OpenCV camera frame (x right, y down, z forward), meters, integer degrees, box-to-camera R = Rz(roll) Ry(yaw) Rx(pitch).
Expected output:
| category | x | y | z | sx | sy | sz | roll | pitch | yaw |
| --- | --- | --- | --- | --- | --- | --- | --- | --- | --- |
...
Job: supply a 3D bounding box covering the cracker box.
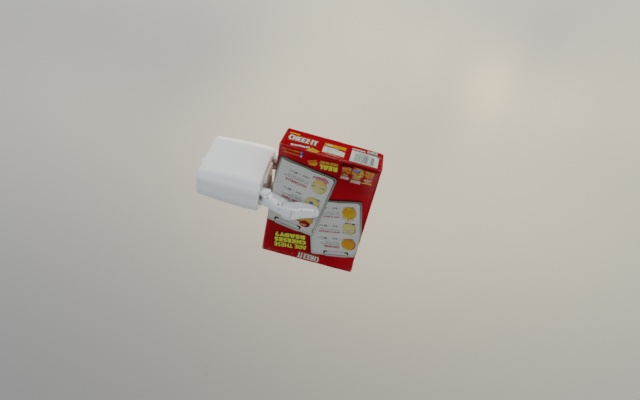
| category | x | y | z | sx | sy | sz | roll | pitch | yaw |
| --- | --- | --- | --- | --- | --- | --- | --- | --- | --- |
| cracker box | 0.000 | 0.003 | 0.804 | 0.164 | 0.214 | 0.072 | 15 | 34 | 3 |
